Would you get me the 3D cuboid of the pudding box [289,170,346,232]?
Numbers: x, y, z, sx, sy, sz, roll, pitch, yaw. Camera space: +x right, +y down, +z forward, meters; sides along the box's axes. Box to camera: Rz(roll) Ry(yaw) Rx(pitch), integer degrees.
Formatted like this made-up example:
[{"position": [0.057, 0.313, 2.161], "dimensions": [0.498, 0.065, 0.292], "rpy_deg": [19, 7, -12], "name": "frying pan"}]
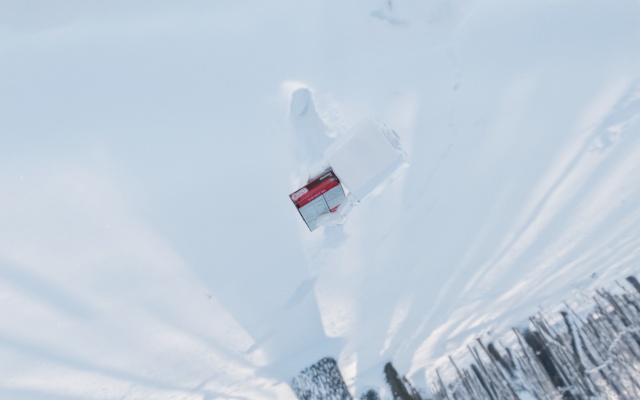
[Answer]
[{"position": [0.000, 0.003, 0.866], "dimensions": [0.090, 0.039, 0.113], "rpy_deg": [-30, -29, -3], "name": "pudding box"}]
